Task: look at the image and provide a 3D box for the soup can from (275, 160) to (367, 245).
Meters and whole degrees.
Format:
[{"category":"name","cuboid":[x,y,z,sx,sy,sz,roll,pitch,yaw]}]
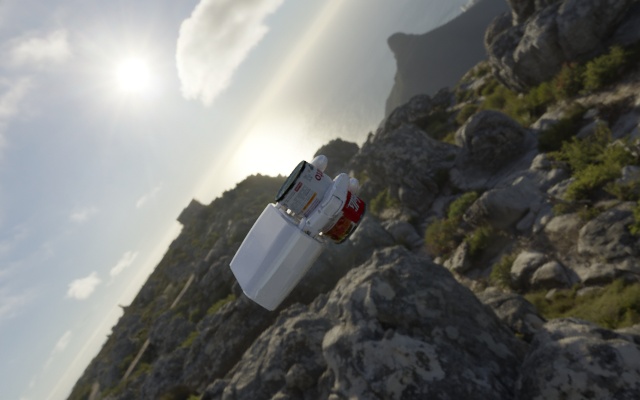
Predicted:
[{"category":"soup can","cuboid":[0.000,0.001,0.626,0.102,0.068,0.068,35,-9,-13]}]
